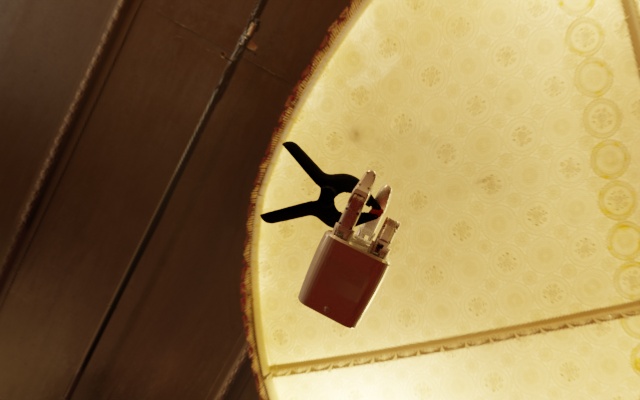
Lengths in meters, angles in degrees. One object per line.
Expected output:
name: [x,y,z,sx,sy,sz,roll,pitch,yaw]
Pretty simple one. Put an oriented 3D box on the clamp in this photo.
clamp: [0.000,0.002,0.675,0.171,0.120,0.039,26,8,8]
